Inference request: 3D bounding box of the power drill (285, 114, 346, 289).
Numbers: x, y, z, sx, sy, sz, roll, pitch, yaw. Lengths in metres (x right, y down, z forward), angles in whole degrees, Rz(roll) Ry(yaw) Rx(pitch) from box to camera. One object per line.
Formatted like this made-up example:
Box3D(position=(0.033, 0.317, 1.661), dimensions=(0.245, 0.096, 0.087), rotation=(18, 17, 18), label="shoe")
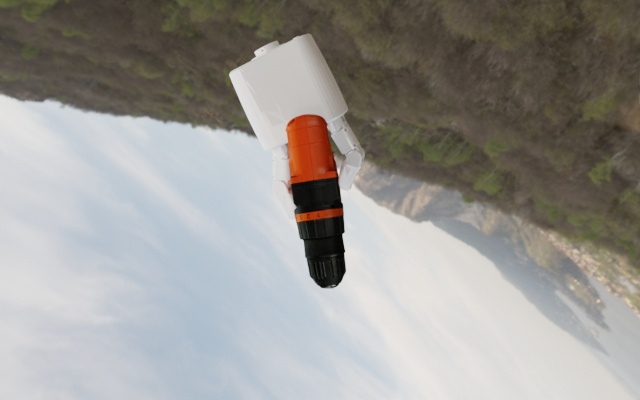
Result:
Box3D(position=(0.000, 0.002, 0.573), dimensions=(0.057, 0.184, 0.187), rotation=(-7, -1, 0), label="power drill")
